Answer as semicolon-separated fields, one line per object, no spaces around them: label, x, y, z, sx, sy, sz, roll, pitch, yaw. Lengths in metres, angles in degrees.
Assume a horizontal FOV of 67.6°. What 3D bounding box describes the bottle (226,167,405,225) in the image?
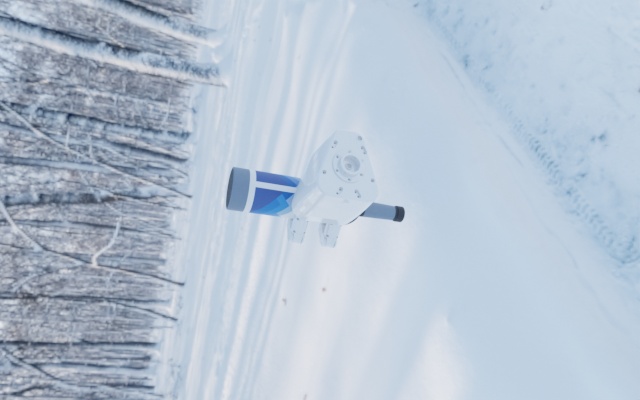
bottle;0.000;0.003;0.773;0.296;0.069;0.069;9;-3;-18
